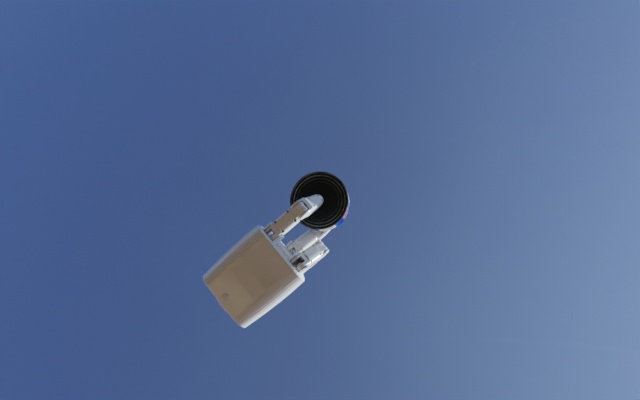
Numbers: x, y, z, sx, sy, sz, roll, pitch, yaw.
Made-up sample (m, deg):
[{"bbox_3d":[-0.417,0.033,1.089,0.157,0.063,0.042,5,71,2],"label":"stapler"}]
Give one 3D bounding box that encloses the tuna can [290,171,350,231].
[{"bbox_3d":[0.000,0.002,0.707,0.086,0.086,0.034,0,-9,9],"label":"tuna can"}]
